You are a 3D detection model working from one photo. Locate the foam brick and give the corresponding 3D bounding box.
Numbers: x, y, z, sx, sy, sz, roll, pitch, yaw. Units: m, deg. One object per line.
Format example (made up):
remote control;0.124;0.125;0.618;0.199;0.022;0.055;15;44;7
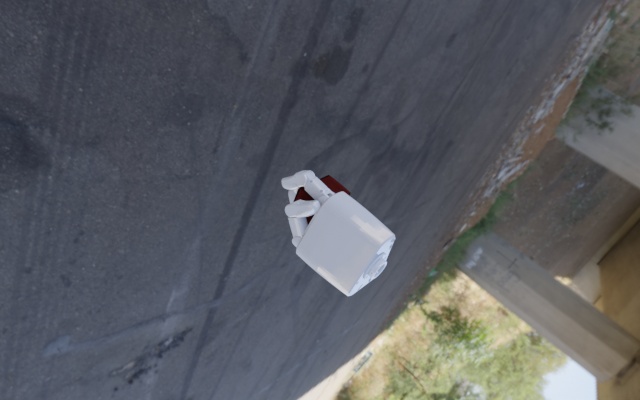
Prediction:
foam brick;0.000;0.002;0.758;0.051;0.053;0.078;38;38;22
